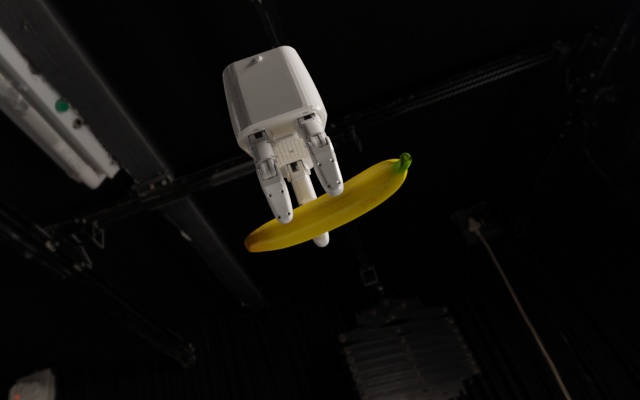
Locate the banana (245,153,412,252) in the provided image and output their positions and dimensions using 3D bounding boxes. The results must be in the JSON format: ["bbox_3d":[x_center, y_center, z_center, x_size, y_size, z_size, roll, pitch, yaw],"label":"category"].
[{"bbox_3d":[0.012,0.004,0.495,0.198,0.037,0.070,-31,-26,20],"label":"banana"}]
